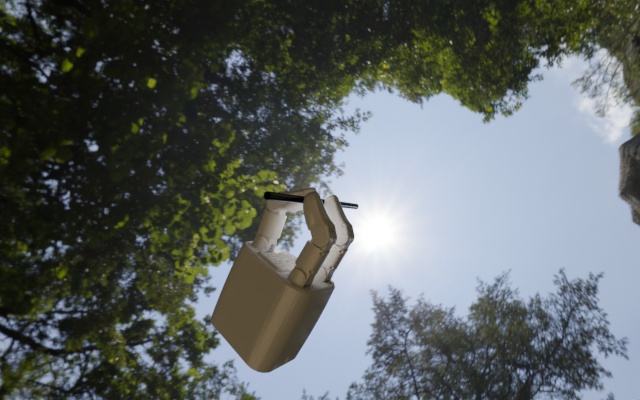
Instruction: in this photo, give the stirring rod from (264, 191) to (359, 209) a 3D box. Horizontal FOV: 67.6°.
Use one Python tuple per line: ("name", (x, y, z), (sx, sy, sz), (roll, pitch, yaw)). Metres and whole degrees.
("stirring rod", (0.000, 0.002, 0.549), (0.011, 0.011, 0.239), (0, -3, 24))
